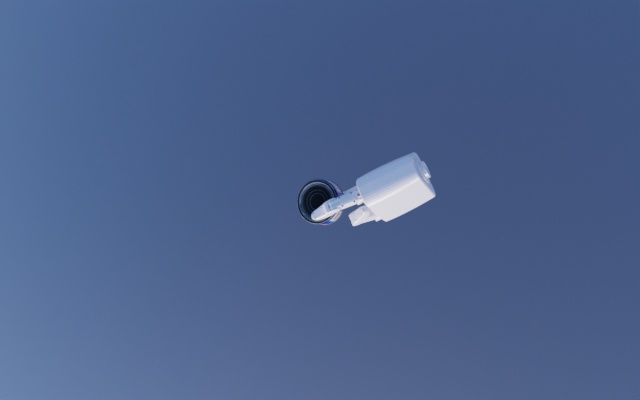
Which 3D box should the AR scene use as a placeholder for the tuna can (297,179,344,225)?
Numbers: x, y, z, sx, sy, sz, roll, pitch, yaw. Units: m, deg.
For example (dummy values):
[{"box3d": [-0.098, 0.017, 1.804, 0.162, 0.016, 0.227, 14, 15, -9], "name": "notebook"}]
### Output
[{"box3d": [0.000, 0.003, 0.890, 0.086, 0.086, 0.034, 0, -2, 26], "name": "tuna can"}]
